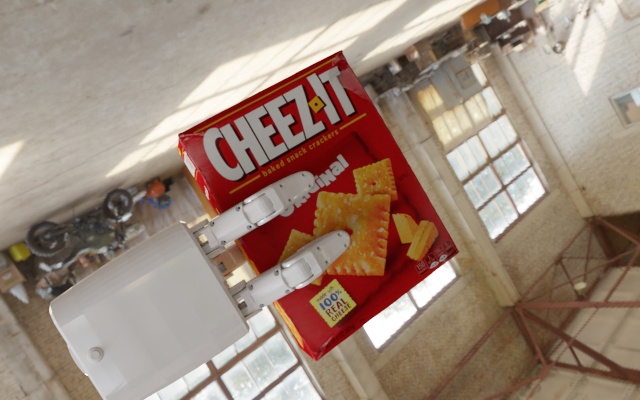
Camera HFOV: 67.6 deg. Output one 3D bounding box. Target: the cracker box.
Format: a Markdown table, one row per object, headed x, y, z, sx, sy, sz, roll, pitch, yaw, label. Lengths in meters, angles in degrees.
| x | y | z | sx | sy | sz | roll | pitch | yaw | label |
| --- | --- | --- | --- | --- | --- | --- | --- | --- | --- |
| 0.000 | 0.002 | 0.424 | 0.164 | 0.214 | 0.072 | -32 | 4 | -16 | cracker box |
